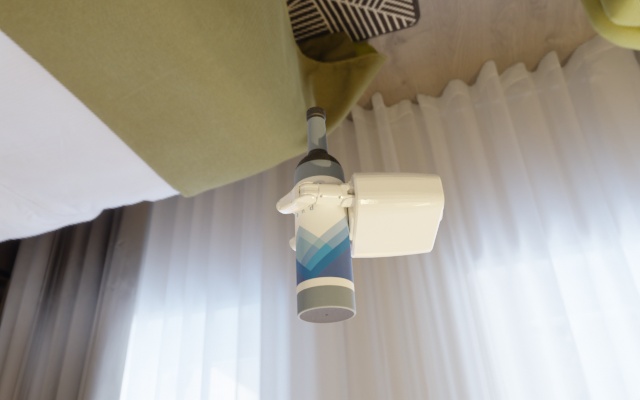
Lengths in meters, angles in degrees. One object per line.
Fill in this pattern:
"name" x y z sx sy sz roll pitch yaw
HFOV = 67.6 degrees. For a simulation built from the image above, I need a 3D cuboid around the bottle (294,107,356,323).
"bottle" 0.000 0.002 0.610 0.069 0.295 0.069 -2 -30 -1
